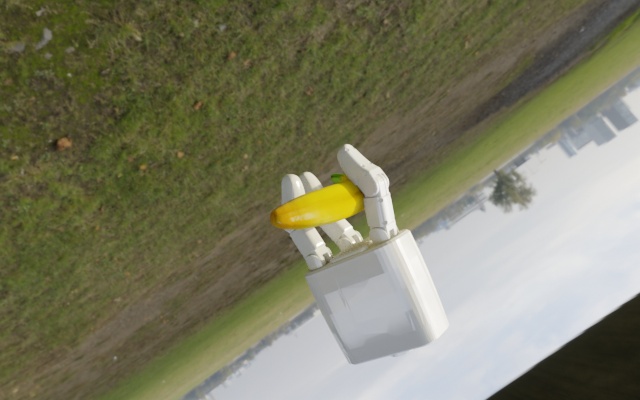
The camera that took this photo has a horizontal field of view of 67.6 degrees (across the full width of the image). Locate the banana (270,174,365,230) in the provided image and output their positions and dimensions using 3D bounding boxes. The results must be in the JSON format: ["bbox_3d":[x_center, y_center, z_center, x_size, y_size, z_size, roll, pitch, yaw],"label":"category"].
[{"bbox_3d":[0.018,-0.002,0.487,0.069,0.037,0.197,-11,7,21],"label":"banana"}]
